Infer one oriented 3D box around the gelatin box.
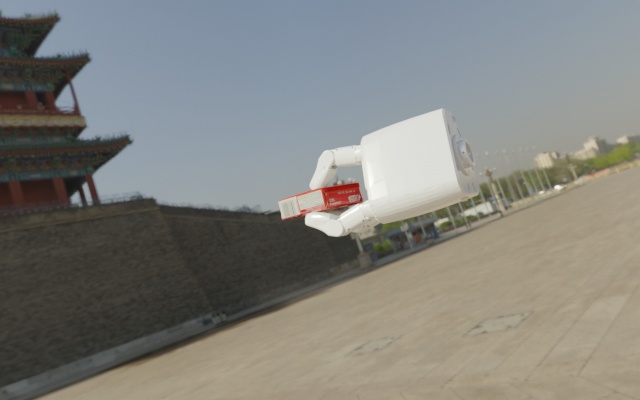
[{"bbox_3d":[0.000,0.002,0.641,0.089,0.030,0.073,-15,-5,43],"label":"gelatin box"}]
